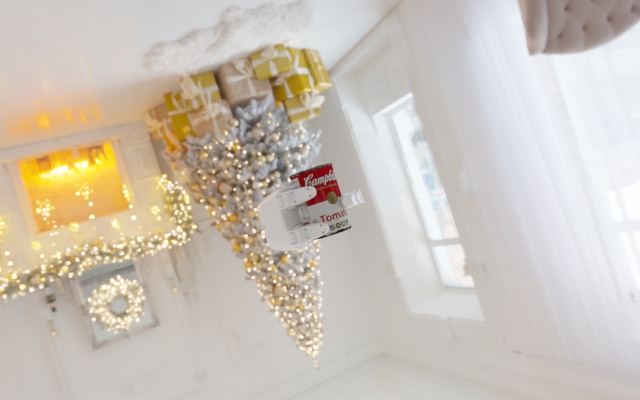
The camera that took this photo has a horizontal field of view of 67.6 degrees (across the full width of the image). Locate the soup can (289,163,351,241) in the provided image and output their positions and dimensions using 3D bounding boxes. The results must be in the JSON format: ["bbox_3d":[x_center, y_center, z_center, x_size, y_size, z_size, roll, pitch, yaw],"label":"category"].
[{"bbox_3d":[0.001,0.003,0.714,0.068,0.102,0.068,-18,-1,0],"label":"soup can"}]
